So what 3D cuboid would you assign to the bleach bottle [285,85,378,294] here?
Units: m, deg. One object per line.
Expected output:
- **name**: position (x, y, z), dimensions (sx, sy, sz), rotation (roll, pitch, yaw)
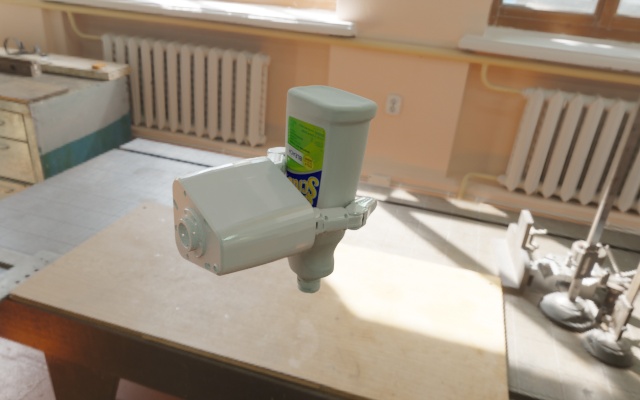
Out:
- **bleach bottle**: position (0.000, 0.002, 0.554), dimensions (0.068, 0.251, 0.102), rotation (-15, 32, -36)
